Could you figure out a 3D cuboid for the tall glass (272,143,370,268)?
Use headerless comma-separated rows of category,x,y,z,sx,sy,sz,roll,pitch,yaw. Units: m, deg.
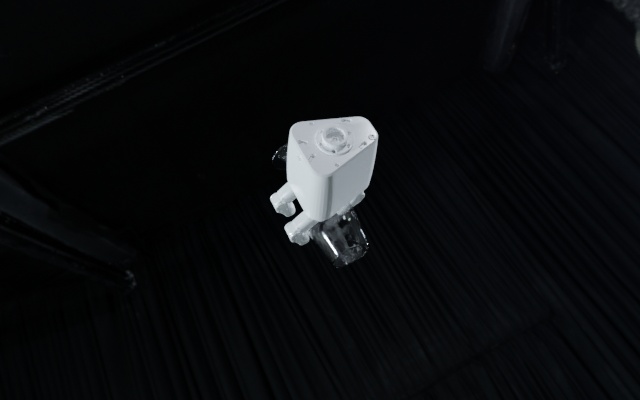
tall glass,0.000,0.002,0.727,0.079,0.201,0.079,-23,-27,-13
